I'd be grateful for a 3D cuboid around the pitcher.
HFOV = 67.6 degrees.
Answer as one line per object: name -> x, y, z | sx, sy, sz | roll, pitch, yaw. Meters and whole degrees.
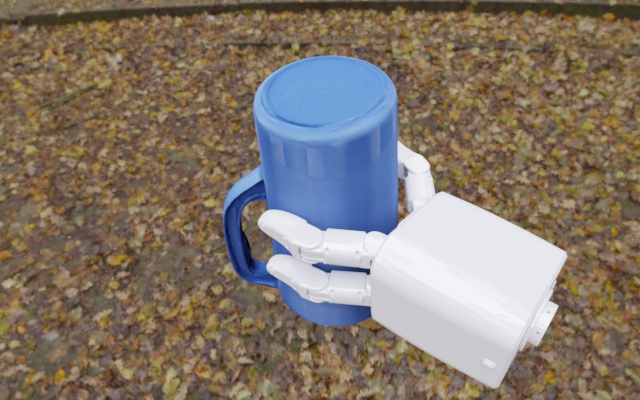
pitcher -> 0.000, 0.001, 0.437 | 0.145, 0.243, 0.149 | 30, 56, 29
